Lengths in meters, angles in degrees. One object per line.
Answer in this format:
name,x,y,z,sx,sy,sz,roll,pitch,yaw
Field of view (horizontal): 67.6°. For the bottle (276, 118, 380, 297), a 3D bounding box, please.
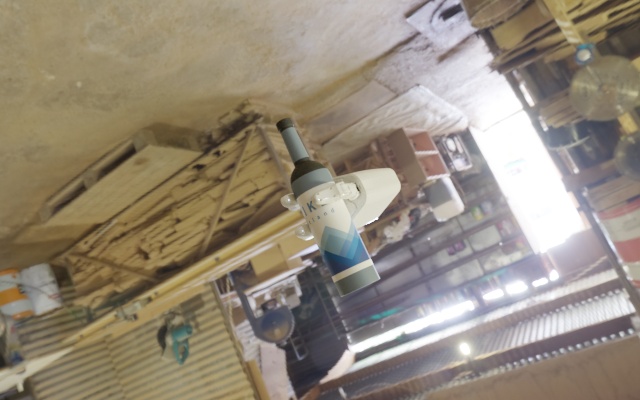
bottle,0.000,0.003,0.755,0.069,0.295,0.069,-24,-10,-5
